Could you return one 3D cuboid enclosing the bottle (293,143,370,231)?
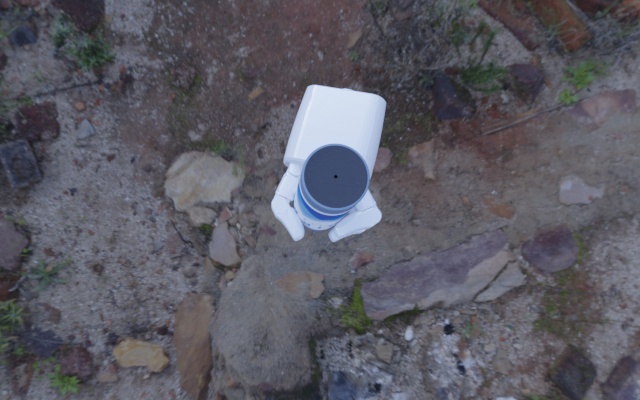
[{"bbox_3d":[0.000,0.002,0.602,0.069,0.069,0.296,0,-10,-6],"label":"bottle"}]
